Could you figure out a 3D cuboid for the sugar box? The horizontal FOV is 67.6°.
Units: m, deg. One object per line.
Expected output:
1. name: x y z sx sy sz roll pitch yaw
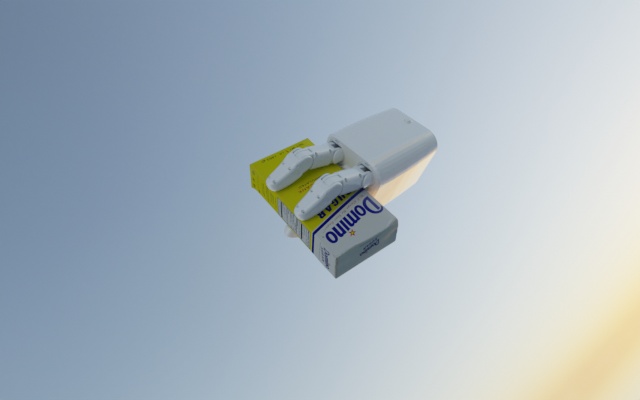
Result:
1. sugar box: 0.000 0.001 0.570 0.093 0.048 0.176 -29 52 -25
